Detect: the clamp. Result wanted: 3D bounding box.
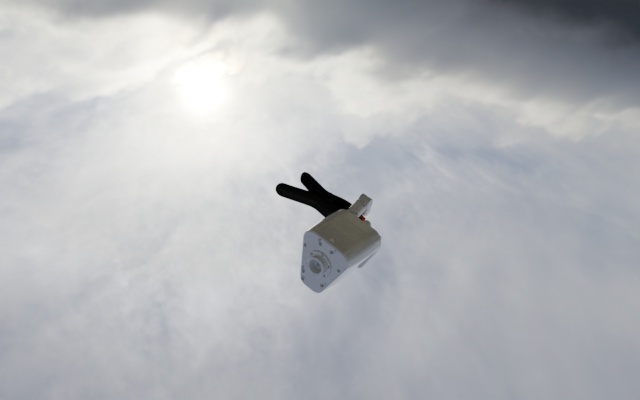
[{"bbox_3d":[0.000,0.003,0.892,0.171,0.039,0.120,33,31,22],"label":"clamp"}]
